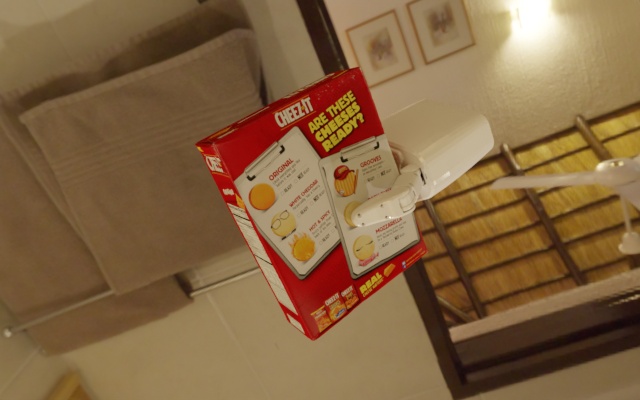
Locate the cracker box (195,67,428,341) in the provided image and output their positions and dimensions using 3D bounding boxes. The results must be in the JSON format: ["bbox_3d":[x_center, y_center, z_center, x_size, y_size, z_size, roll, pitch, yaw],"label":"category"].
[{"bbox_3d":[0.000,0.002,0.479,0.164,0.214,0.072,-33,21,-23],"label":"cracker box"}]
